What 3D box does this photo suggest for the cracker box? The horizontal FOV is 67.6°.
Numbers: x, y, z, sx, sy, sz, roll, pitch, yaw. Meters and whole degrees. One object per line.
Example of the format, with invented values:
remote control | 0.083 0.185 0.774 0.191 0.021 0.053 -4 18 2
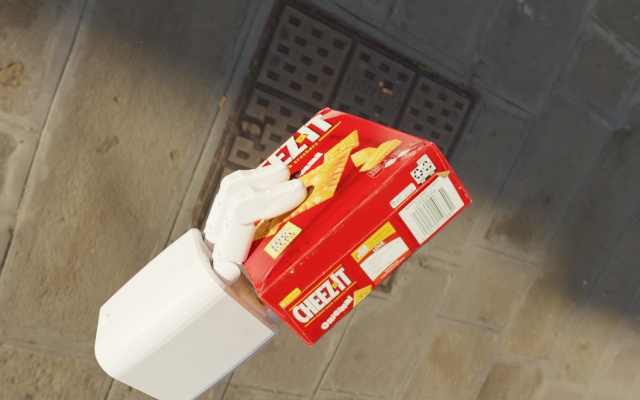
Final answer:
cracker box | 0.000 0.002 0.428 0.164 0.072 0.213 -41 26 -4
